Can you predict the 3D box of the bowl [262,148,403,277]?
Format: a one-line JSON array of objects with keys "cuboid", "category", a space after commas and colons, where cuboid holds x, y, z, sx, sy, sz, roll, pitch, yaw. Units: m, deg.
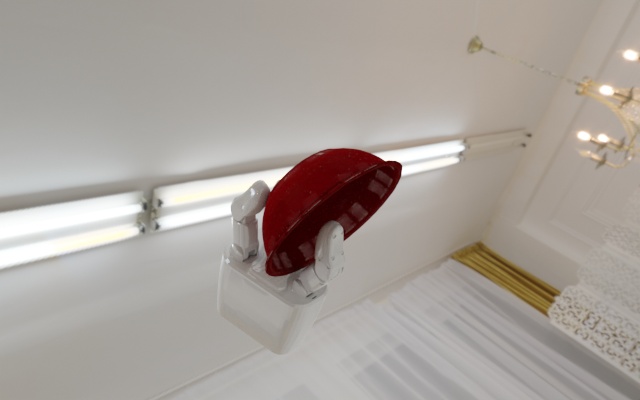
[{"cuboid": [0.001, 0.000, 0.457, 0.162, 0.055, 0.162, -35, -18, -13], "category": "bowl"}]
